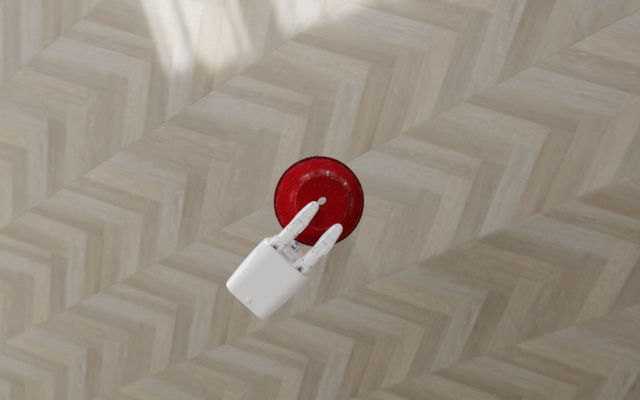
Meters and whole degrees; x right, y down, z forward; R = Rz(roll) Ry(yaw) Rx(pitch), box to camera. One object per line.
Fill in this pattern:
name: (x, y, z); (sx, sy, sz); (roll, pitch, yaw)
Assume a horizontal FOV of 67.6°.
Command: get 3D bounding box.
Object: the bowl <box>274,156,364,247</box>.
bowl: (0.001, 0.002, 0.819); (0.162, 0.162, 0.055); (0, 1, -5)
